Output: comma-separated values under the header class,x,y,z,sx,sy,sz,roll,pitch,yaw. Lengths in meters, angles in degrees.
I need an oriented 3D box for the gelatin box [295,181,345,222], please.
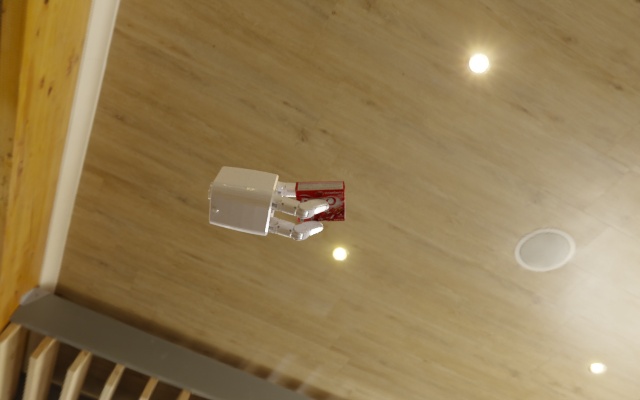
class,x,y,z,sx,sy,sz,roll,pitch,yaw
gelatin box,0.000,0.003,0.864,0.089,0.073,0.030,-2,37,1
